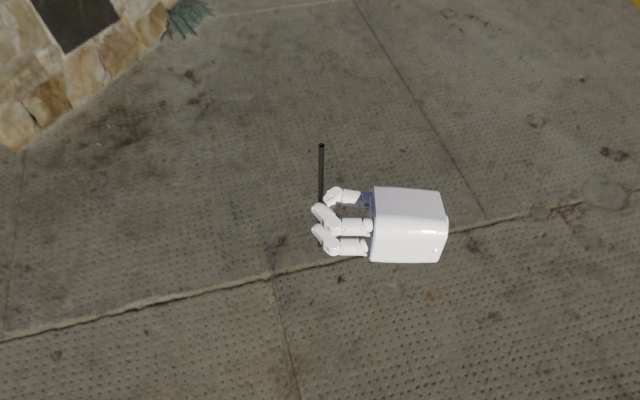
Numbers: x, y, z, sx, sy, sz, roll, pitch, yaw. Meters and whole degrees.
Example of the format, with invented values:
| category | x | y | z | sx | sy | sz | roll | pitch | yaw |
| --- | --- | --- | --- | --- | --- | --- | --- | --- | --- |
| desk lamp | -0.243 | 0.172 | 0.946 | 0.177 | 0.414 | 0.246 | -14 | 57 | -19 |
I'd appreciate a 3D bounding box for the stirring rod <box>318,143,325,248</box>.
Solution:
| category | x | y | z | sx | sy | sz | roll | pitch | yaw |
| --- | --- | --- | --- | --- | --- | --- | --- | --- | --- |
| stirring rod | 0.000 | 0.002 | 0.712 | 0.011 | 0.011 | 0.240 | 0 | -38 | -1 |
